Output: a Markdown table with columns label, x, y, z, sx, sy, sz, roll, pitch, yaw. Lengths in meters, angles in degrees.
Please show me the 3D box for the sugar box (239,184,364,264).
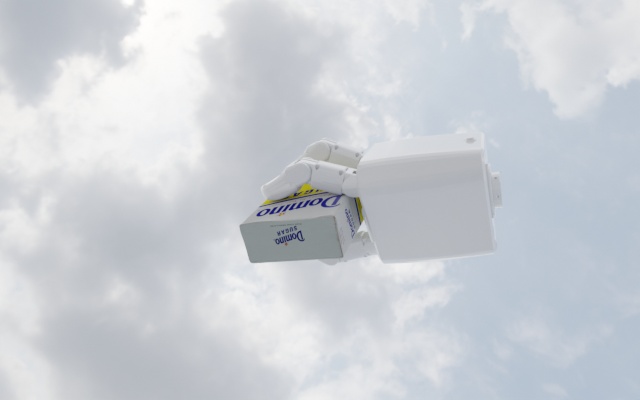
| label | x | y | z | sx | sy | sz | roll | pitch | yaw |
| --- | --- | --- | --- | --- | --- | --- | --- | --- | --- |
| sugar box | 0.000 | 0.001 | 0.483 | 0.093 | 0.048 | 0.176 | -6 | 18 | 21 |
